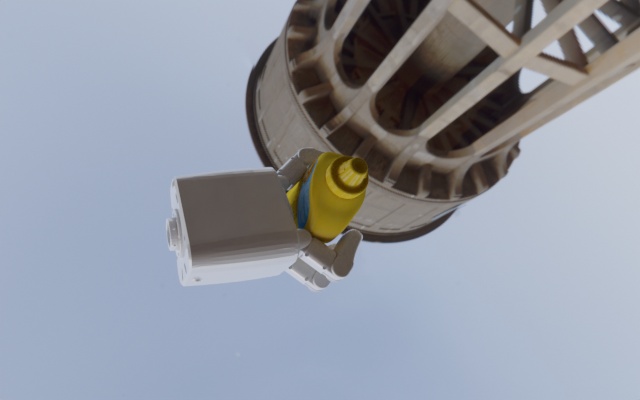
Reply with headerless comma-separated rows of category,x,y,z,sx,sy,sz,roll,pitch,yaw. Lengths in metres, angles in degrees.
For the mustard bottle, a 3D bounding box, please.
mustard bottle,0.000,0.002,0.516,0.058,0.096,0.192,18,-27,-15
